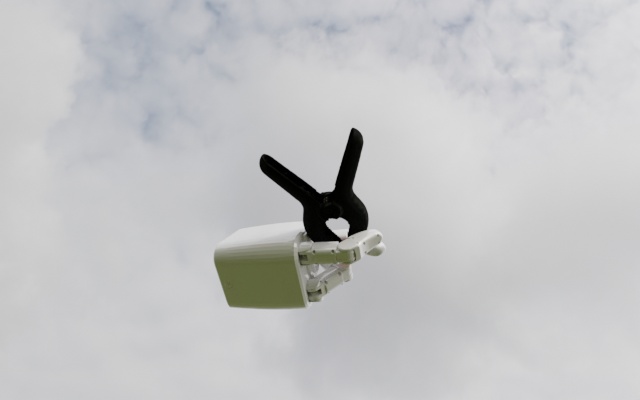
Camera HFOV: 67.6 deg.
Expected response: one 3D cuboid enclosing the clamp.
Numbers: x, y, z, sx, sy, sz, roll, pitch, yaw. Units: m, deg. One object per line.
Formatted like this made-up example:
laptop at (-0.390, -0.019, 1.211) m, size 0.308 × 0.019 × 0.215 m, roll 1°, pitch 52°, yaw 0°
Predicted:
clamp at (0.000, 0.002, 0.565) m, size 0.120 × 0.171 × 0.039 m, roll -4°, pitch 27°, yaw 13°
